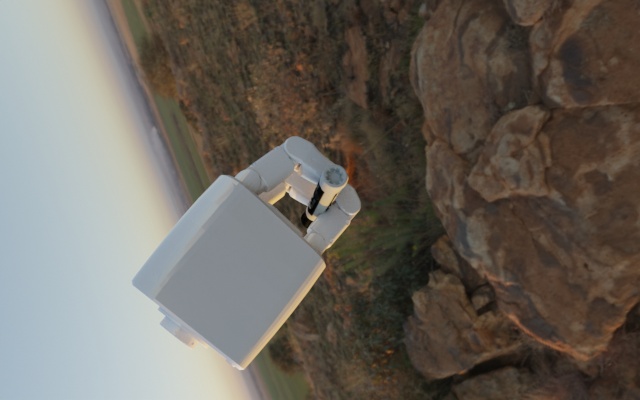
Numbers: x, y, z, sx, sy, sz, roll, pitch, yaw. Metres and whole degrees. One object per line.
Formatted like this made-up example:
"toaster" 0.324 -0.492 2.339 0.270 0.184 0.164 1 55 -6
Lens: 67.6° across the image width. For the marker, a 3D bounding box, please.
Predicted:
"marker" 0.000 0.001 0.404 0.020 0.020 0.121 0 -19 -11
